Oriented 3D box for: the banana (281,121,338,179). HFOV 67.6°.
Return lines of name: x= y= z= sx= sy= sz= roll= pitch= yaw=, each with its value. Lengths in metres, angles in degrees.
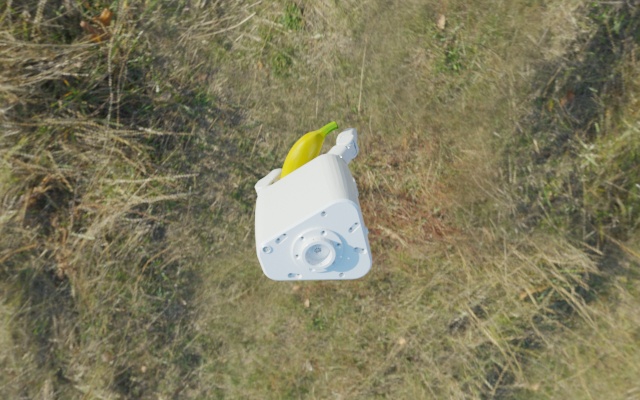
banana: x=-0.018 y=-0.001 z=0.605 sx=0.069 sy=0.198 sz=0.037 roll=1 pitch=25 yaw=-11
